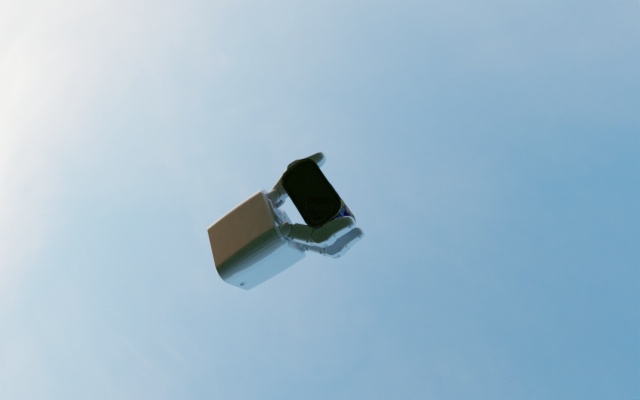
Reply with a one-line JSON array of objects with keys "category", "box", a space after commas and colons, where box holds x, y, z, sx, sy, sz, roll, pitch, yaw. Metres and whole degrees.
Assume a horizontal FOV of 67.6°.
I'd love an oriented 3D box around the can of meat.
[{"category": "can of meat", "box": [0.000, 0.002, 0.680, 0.057, 0.102, 0.084, -36, -28, 4]}]
